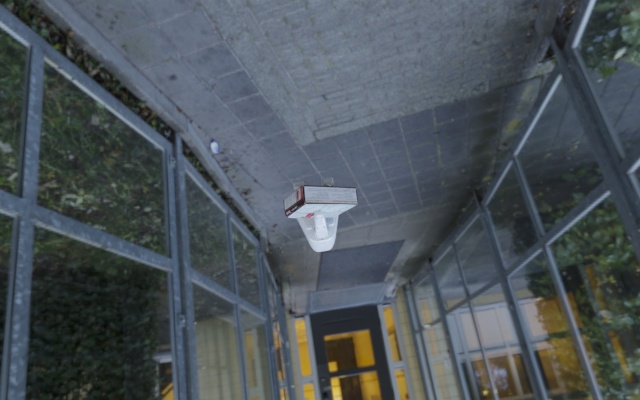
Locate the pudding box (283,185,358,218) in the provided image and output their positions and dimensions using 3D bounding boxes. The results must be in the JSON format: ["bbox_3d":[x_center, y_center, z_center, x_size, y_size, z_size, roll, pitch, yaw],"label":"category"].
[{"bbox_3d":[0.000,0.003,0.886,0.113,0.039,0.090,0,-18,-28],"label":"pudding box"}]
